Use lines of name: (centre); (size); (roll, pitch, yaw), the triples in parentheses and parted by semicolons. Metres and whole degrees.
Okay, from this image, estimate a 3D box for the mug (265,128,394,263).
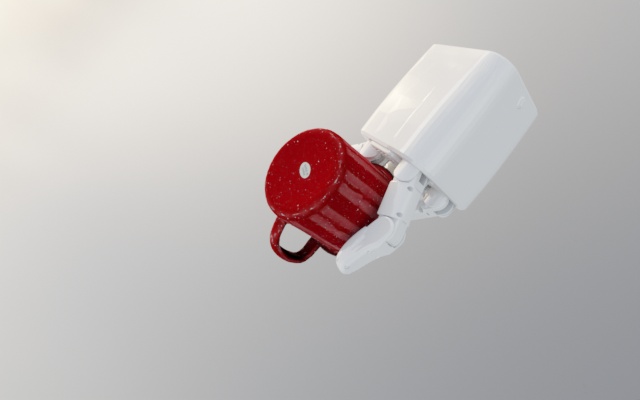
mug: (-0.001, 0.002, 0.404); (0.081, 0.117, 0.093); (34, 6, -46)
